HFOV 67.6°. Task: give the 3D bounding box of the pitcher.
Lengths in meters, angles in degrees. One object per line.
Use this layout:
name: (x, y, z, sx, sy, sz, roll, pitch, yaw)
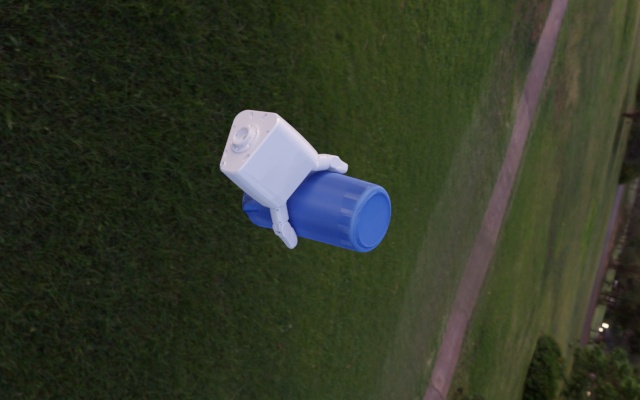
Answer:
pitcher: (0.000, 0.003, 0.819, 0.243, 0.149, 0.145, 15, -19, 39)
